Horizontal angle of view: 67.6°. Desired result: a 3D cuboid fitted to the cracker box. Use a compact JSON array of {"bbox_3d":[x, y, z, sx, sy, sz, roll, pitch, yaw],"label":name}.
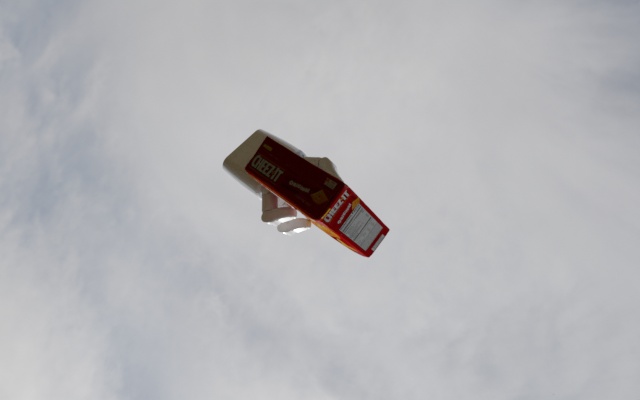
[{"bbox_3d":[0.000,0.002,0.764,0.164,0.072,0.214,33,-4,32],"label":"cracker box"}]
